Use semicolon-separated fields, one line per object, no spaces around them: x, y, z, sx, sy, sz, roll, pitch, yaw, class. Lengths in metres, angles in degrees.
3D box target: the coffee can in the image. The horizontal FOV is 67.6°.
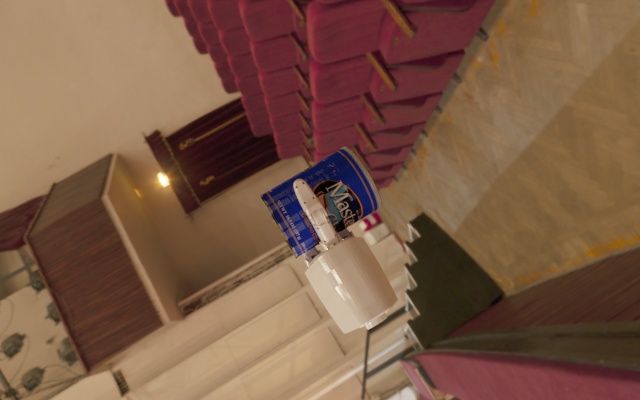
0.000;0.002;0.673;0.140;0.103;0.103;-30;4;-7;coffee can
